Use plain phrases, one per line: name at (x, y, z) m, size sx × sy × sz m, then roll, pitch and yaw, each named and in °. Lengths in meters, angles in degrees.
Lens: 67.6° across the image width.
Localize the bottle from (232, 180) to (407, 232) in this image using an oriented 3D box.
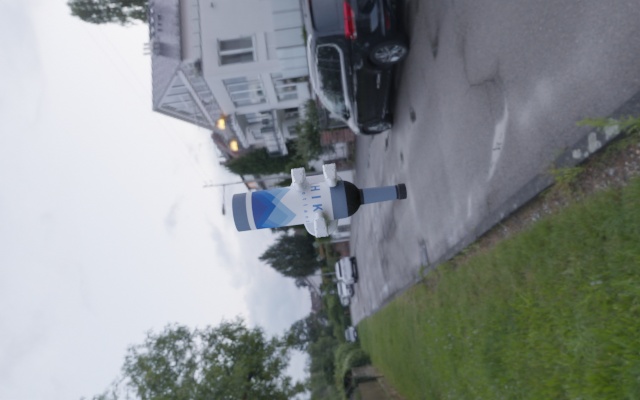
bottle at (0.000, 0.003, 0.823) m, size 0.296 × 0.069 × 0.069 m, roll -7°, pitch 0°, yaw 1°
